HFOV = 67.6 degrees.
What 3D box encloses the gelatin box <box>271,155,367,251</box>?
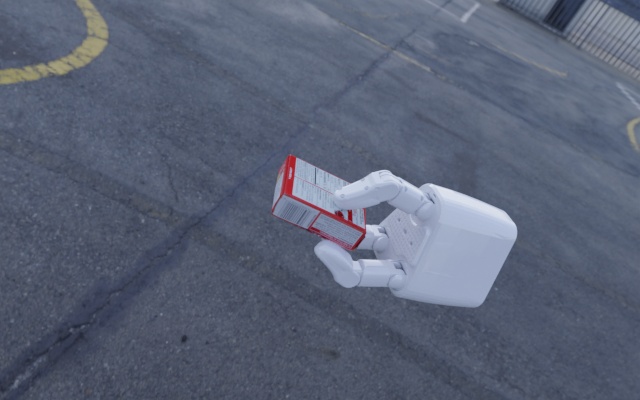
[{"bbox_3d":[0.000,0.001,0.459,0.089,0.030,0.073,25,31,-15],"label":"gelatin box"}]
